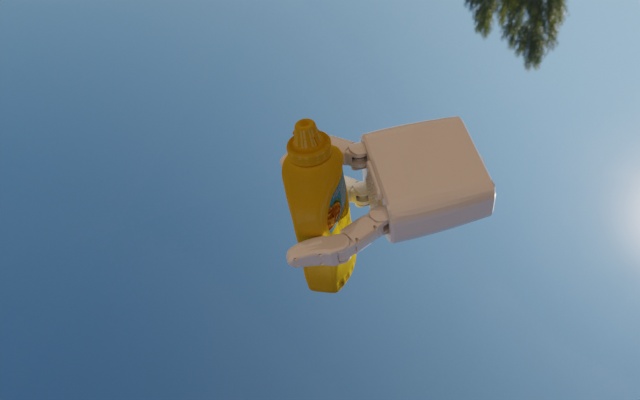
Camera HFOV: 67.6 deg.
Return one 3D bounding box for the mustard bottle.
[{"bbox_3d":[0.000,0.002,0.480,0.058,0.192,0.096,4,45,15],"label":"mustard bottle"}]
